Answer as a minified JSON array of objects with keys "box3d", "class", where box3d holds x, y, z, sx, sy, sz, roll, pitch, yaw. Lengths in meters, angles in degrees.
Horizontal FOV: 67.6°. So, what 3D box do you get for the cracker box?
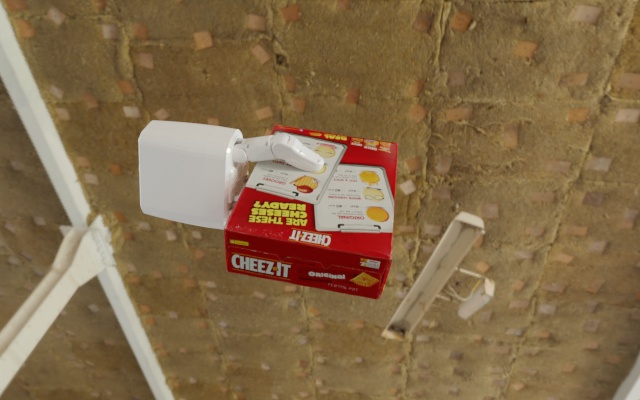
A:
[{"box3d":[0.000,0.002,0.550,0.164,0.072,0.213,10,39,4],"class":"cracker box"}]
